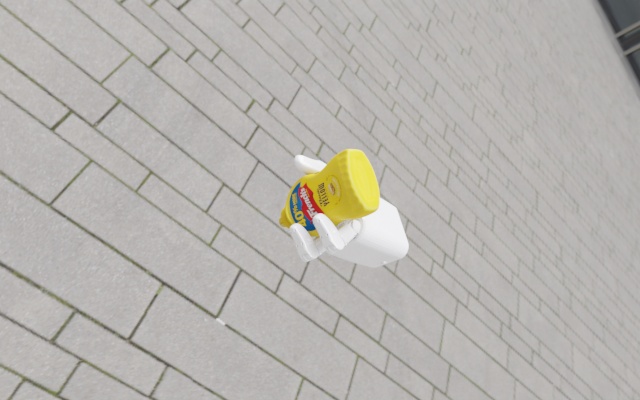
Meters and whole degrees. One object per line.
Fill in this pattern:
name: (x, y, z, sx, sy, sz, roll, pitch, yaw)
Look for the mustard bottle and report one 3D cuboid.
mustard bottle: (0.000, 0.002, 0.726, 0.058, 0.096, 0.192, -4, -18, -44)
